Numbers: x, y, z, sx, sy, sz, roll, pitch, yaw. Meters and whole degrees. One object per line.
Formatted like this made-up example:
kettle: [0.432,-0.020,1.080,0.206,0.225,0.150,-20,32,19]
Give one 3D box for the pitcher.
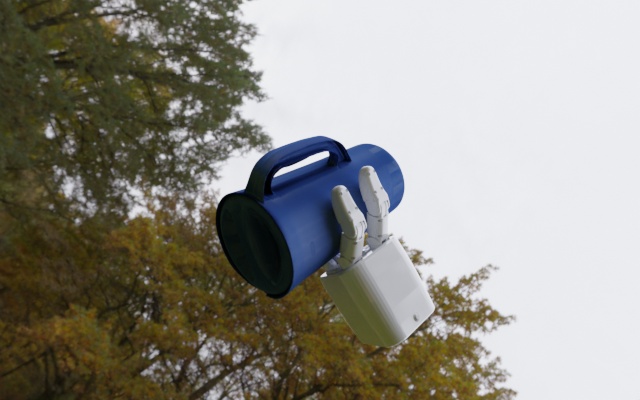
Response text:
pitcher: [0.000,0.002,0.605,0.242,0.145,0.149,-29,-2,-40]
